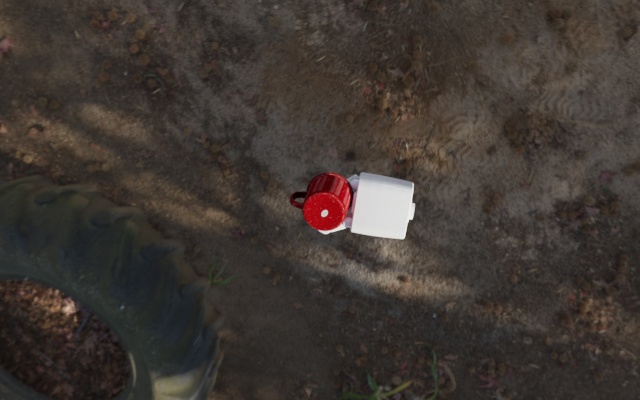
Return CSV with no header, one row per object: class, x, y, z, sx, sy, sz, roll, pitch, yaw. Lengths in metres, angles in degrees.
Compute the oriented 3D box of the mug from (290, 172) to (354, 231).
mug,-0.001,0.003,0.895,0.117,0.093,0.081,9,26,6
